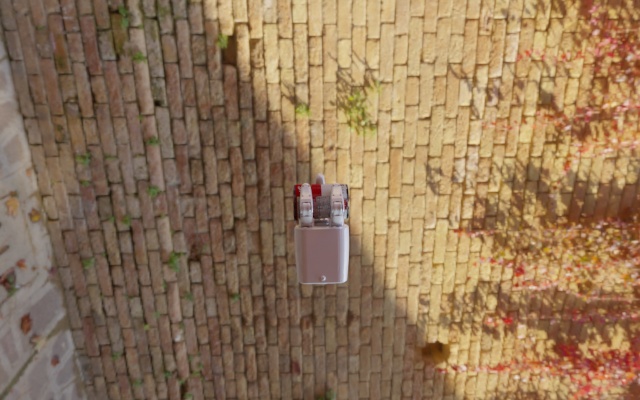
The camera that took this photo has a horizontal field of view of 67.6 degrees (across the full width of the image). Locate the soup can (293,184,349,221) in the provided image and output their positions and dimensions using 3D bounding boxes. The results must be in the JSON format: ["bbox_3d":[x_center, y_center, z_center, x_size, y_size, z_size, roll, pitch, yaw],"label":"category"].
[{"bbox_3d":[0.000,0.002,0.895,0.102,0.068,0.068,-1,0,-2],"label":"soup can"}]
